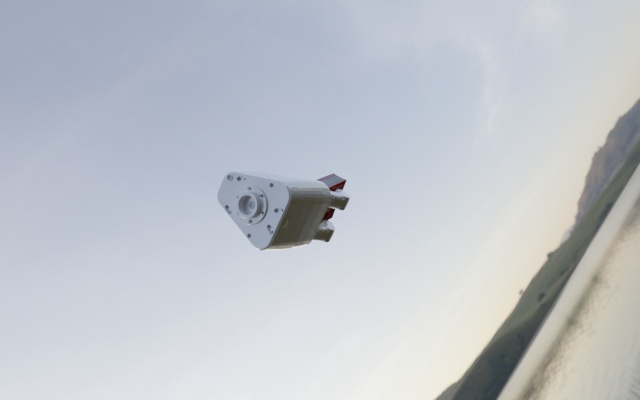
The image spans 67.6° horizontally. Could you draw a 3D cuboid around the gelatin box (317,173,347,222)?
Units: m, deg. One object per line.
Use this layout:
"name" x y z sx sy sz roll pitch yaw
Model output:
"gelatin box" 0.000 0.002 0.749 0.030 0.073 0.089 29 26 20
